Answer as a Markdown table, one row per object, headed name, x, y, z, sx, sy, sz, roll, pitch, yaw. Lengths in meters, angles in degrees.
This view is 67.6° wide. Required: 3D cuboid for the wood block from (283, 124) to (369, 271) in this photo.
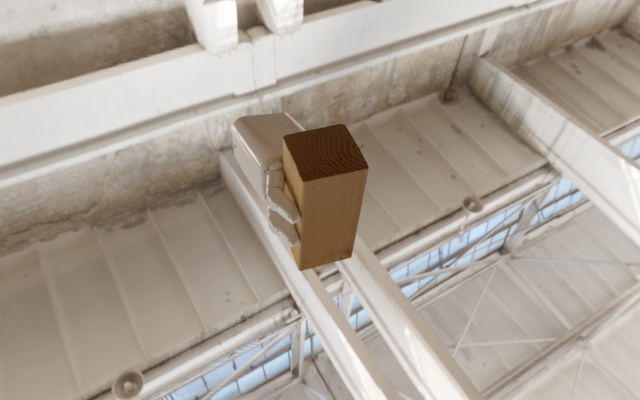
| name | x | y | z | sx | sy | sz | roll | pitch | yaw |
| --- | --- | --- | --- | --- | --- | --- | --- | --- | --- |
| wood block | 0.000 | 0.002 | 0.690 | 0.091 | 0.090 | 0.206 | -14 | -37 | -15 |
